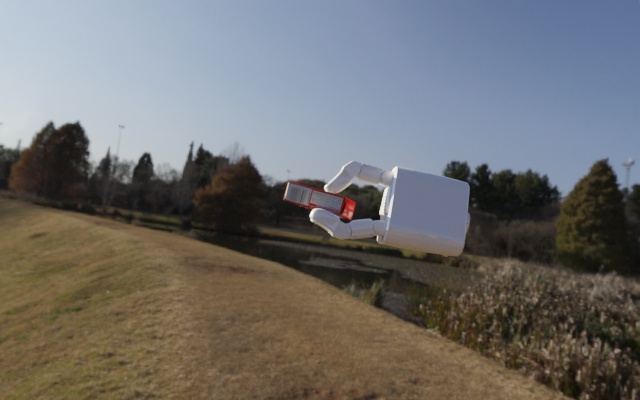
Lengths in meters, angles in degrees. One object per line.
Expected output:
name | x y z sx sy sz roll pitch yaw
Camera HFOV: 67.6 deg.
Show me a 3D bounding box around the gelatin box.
gelatin box | 0.000 0.002 0.690 0.089 0.030 0.073 16 -3 15
